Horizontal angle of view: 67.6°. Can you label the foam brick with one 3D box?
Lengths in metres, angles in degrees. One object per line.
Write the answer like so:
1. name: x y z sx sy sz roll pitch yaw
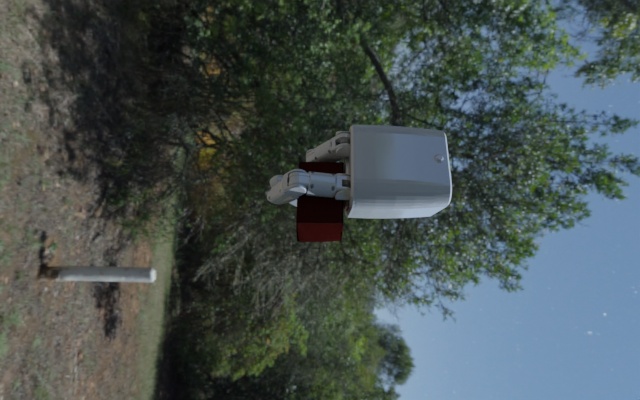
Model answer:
1. foam brick: 0.000 0.002 0.536 0.051 0.078 0.053 2 -27 0
